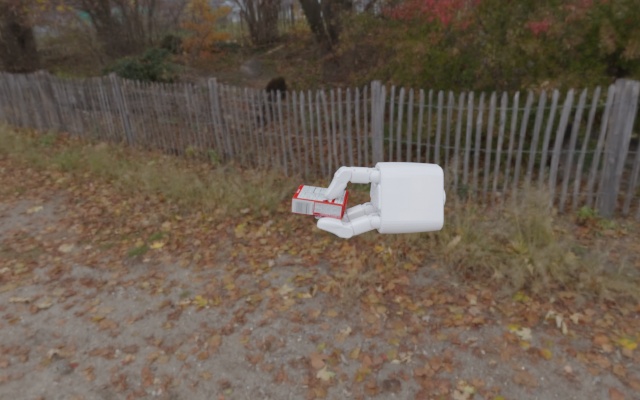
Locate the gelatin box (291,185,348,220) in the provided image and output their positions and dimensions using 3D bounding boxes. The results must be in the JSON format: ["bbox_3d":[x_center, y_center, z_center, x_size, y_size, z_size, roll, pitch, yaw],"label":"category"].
[{"bbox_3d":[0.000,0.002,0.818,0.089,0.030,0.073,8,21,5],"label":"gelatin box"}]
